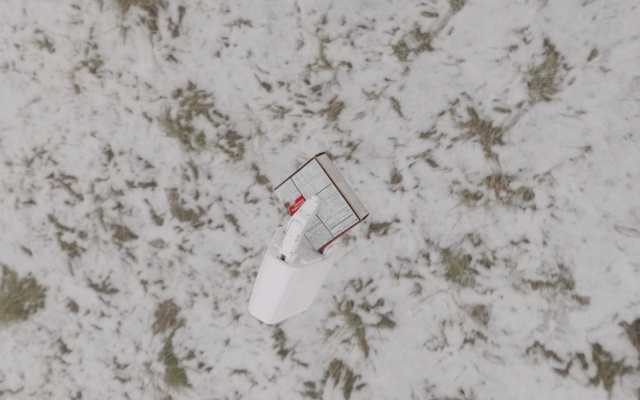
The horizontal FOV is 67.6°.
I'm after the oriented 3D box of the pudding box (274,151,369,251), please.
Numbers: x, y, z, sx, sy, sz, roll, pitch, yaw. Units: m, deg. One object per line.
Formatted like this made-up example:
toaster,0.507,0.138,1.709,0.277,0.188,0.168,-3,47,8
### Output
pudding box,0.000,0.002,0.677,0.090,0.113,0.039,-37,-1,28
